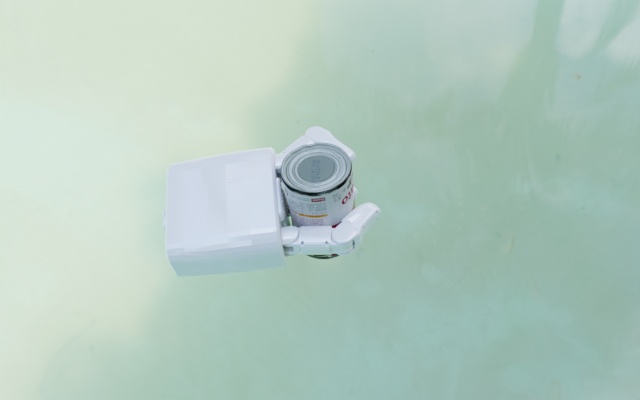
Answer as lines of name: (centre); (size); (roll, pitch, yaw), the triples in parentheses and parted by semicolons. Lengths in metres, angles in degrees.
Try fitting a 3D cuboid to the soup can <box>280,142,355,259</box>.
soup can: (0.001, 0.001, 0.470); (0.068, 0.068, 0.102); (0, -41, 7)
